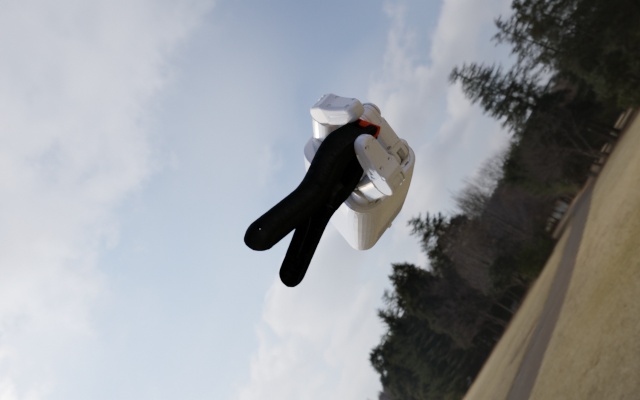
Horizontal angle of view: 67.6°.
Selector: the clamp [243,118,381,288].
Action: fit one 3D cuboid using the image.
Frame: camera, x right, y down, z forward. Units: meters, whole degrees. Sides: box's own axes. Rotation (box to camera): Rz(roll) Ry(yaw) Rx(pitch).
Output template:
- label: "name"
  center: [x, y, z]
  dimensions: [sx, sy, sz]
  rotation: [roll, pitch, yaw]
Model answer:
- label: "clamp"
  center: [0.000, 0.001, 0.437]
  dimensions: [0.039, 0.171, 0.120]
  rotation: [33, -23, 18]
